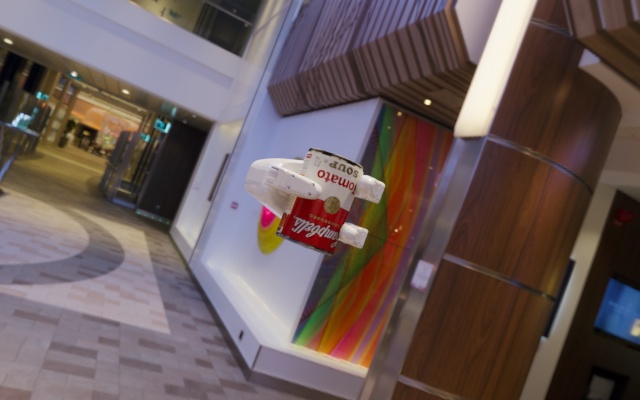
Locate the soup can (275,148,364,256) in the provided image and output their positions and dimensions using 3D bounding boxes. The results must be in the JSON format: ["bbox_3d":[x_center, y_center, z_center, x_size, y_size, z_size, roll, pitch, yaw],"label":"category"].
[{"bbox_3d":[0.000,0.001,0.524,0.068,0.102,0.068,21,-3,1],"label":"soup can"}]
